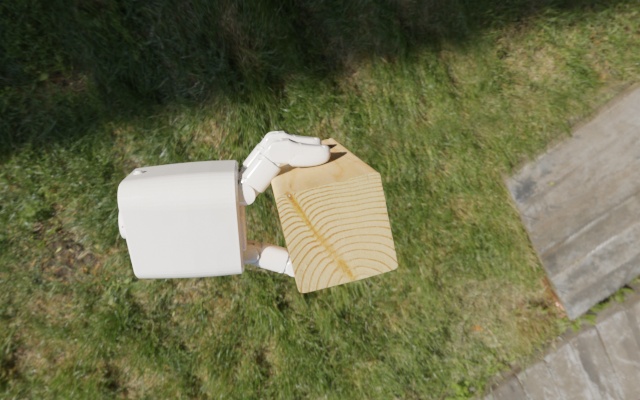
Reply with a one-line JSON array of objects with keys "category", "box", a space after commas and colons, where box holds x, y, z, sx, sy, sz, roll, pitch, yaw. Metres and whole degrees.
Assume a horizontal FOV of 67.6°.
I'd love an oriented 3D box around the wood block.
[{"category": "wood block", "box": [0.000, 0.002, 0.491, 0.090, 0.091, 0.206, -14, 17, -5]}]
